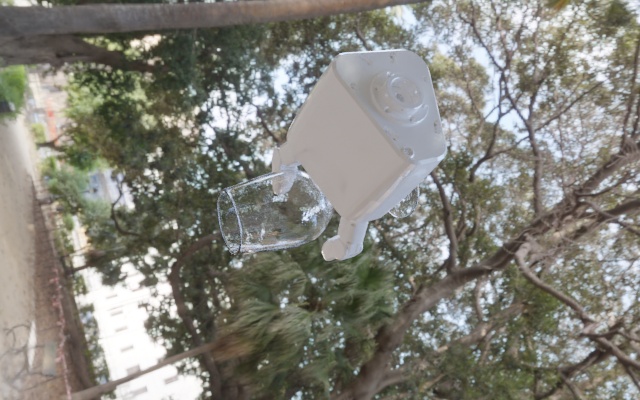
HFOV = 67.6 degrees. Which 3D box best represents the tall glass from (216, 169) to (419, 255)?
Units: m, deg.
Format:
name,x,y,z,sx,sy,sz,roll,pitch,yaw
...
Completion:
name,x,y,z,sx,sy,sz,roll,pitch,yaw
tall glass,0.001,0.002,0.488,0.201,0.079,0.079,-12,6,-28
